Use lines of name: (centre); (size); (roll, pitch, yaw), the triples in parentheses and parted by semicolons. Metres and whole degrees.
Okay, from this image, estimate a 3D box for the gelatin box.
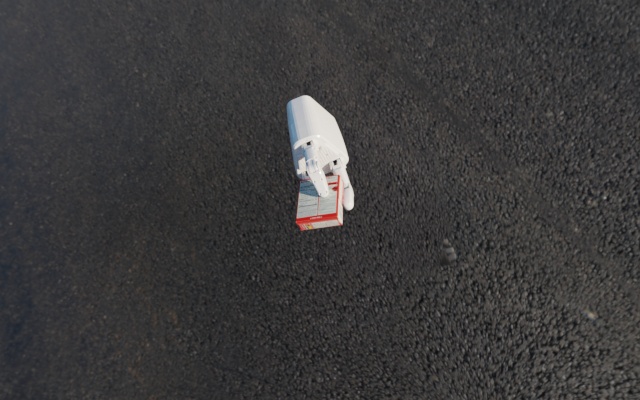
gelatin box: (0.000, 0.003, 0.799); (0.073, 0.089, 0.030); (-8, -36, 17)
